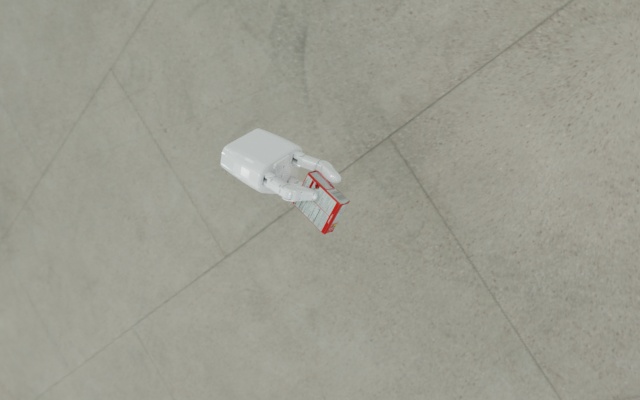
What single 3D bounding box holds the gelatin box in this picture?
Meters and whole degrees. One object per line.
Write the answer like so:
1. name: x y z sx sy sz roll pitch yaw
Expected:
1. gelatin box: 0.000 0.003 0.836 0.030 0.073 0.089 -16 52 -47
